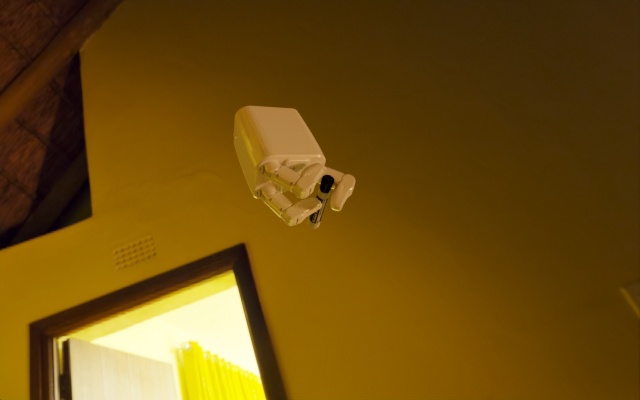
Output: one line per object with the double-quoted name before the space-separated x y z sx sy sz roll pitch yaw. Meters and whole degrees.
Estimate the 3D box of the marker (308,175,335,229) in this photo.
"marker" 0.000 0.002 0.713 0.020 0.020 0.121 0 -35 -13
